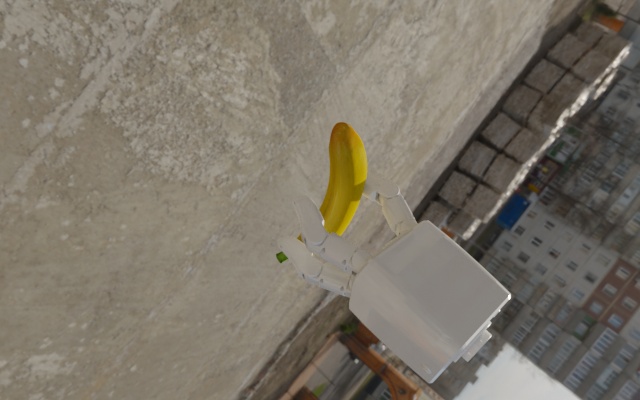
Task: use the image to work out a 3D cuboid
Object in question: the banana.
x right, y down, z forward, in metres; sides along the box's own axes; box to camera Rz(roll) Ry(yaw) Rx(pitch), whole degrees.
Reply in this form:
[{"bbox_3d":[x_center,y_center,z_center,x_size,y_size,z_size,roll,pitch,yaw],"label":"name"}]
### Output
[{"bbox_3d":[0.013,0.000,0.499,0.069,0.198,0.037,-18,55,-40],"label":"banana"}]
